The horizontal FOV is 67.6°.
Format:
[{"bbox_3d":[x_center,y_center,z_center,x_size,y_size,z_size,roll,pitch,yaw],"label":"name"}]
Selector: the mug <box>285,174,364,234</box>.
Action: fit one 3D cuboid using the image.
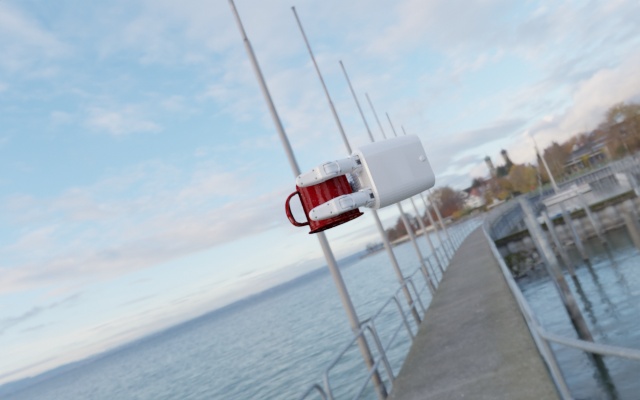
[{"bbox_3d":[-0.001,0.003,0.739,0.117,0.081,0.093,-18,-9,-18],"label":"mug"}]
